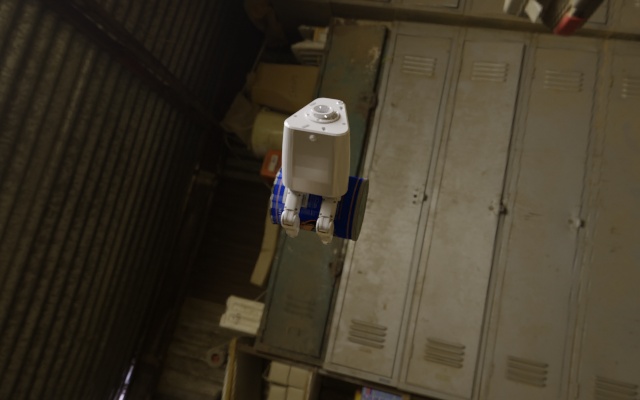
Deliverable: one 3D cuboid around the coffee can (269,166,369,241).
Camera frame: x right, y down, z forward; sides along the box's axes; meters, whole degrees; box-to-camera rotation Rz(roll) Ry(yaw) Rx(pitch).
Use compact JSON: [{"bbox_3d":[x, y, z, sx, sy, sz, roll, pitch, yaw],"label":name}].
[{"bbox_3d":[0.000,0.003,0.777,0.140,0.103,0.103,11,2,10],"label":"coffee can"}]
